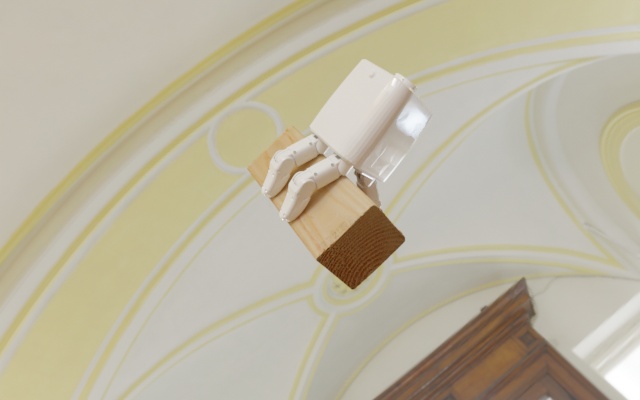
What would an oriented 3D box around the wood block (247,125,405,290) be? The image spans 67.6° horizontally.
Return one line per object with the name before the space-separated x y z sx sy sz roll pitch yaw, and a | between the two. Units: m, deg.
wood block | 0.000 0.002 0.606 0.091 0.090 0.206 44 3 -44
